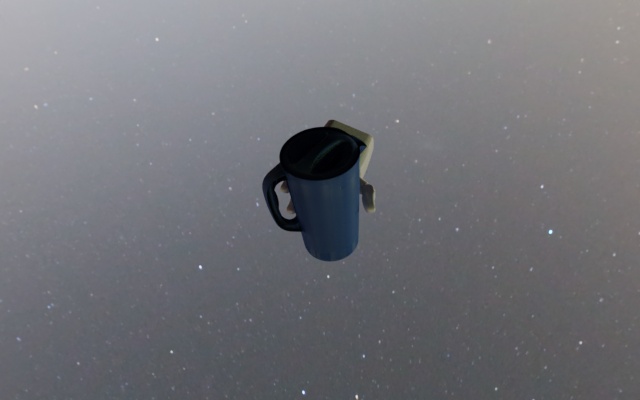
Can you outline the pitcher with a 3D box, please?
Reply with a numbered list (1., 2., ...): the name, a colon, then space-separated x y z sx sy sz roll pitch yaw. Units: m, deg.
1. pitcher: 0.000 0.003 0.855 0.149 0.145 0.243 10 -41 17
